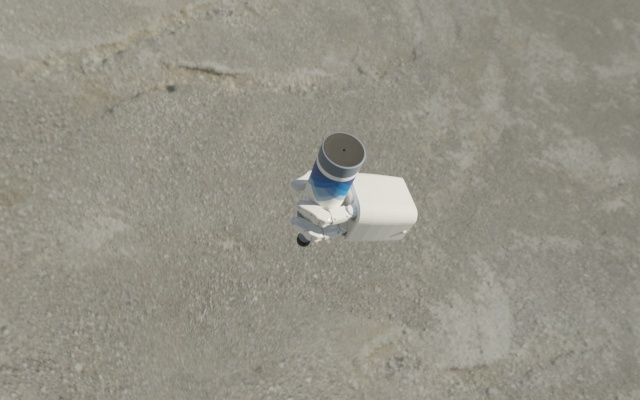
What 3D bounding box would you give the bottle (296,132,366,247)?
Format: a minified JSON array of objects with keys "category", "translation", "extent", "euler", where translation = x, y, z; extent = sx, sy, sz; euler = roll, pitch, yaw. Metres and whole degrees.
[{"category":"bottle","translation":[0.000,0.003,0.811],"extent":[0.069,0.069,0.296],"euler":[0,-31,-16]}]
